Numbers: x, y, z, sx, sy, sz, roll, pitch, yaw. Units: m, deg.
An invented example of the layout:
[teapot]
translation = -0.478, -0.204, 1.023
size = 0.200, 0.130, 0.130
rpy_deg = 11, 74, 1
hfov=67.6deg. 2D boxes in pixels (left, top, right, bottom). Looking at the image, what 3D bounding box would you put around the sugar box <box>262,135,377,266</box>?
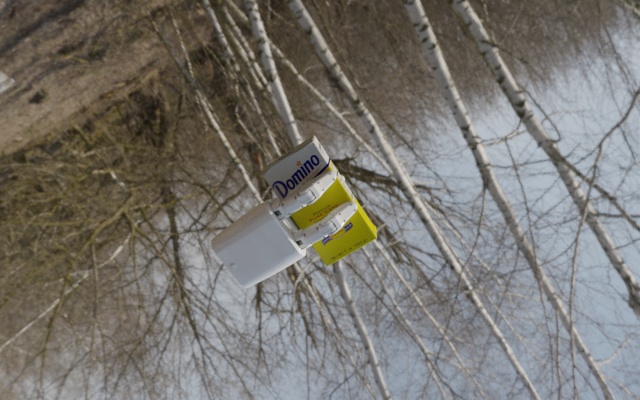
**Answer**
[sugar box]
translation = 0.000, 0.003, 0.712
size = 0.093, 0.176, 0.048
rpy_deg = -32, 17, 13
